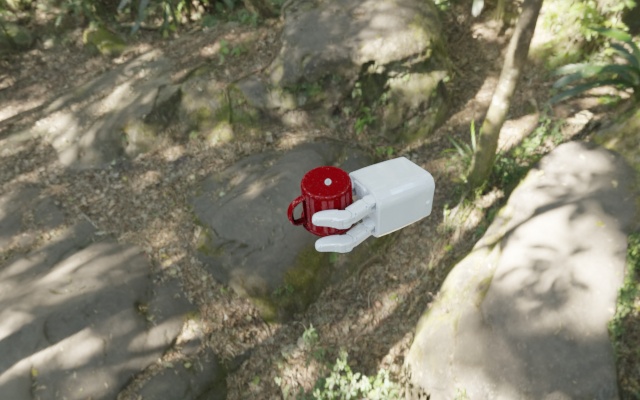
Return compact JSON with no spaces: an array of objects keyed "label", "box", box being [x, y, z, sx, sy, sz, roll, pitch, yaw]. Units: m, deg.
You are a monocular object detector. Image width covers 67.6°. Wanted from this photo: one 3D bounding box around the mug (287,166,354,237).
[{"label":"mug","box":[-0.001,0.003,0.770,0.117,0.082,0.093,-20,45,-16]}]
